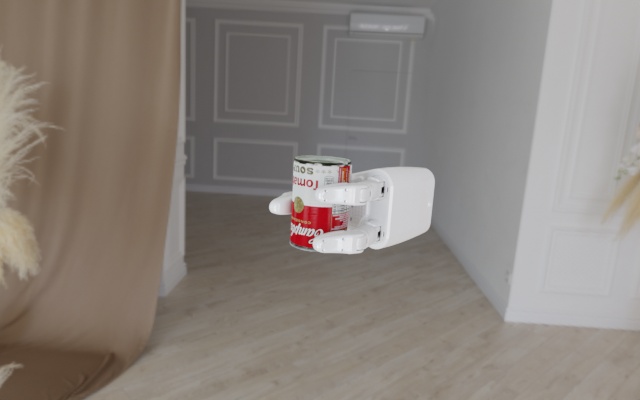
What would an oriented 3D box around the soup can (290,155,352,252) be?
[{"bbox_3d":[0.000,0.002,0.558,0.068,0.102,0.068,3,11,-1],"label":"soup can"}]
